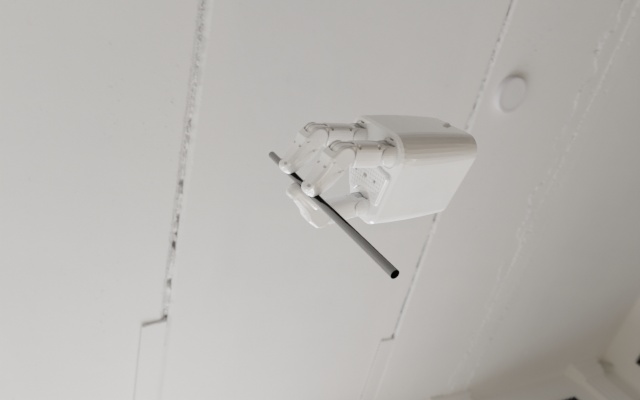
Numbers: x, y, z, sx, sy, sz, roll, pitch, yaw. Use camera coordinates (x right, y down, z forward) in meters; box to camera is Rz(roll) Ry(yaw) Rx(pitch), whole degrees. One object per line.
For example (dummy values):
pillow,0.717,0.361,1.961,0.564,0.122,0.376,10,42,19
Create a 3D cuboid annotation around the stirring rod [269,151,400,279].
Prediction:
stirring rod,0.000,0.002,0.444,0.011,0.011,0.239,0,26,-31
